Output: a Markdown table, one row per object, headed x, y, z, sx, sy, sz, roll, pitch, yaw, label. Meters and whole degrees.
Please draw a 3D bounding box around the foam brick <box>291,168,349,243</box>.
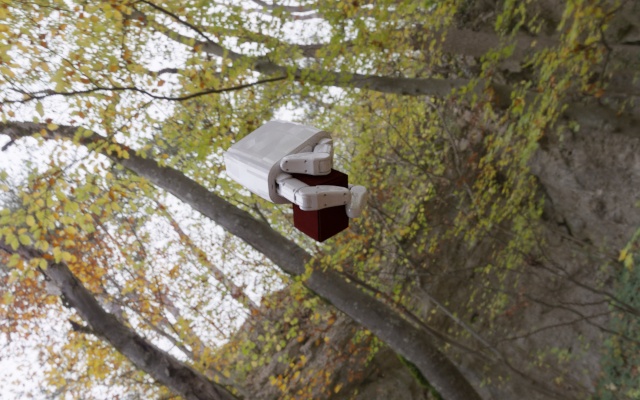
| x | y | z | sx | sy | sz | roll | pitch | yaw | label |
| --- | --- | --- | --- | --- | --- | --- | --- | --- | --- |
| 0.000 | 0.002 | 0.601 | 0.053 | 0.078 | 0.051 | -23 | 33 | -37 | foam brick |
